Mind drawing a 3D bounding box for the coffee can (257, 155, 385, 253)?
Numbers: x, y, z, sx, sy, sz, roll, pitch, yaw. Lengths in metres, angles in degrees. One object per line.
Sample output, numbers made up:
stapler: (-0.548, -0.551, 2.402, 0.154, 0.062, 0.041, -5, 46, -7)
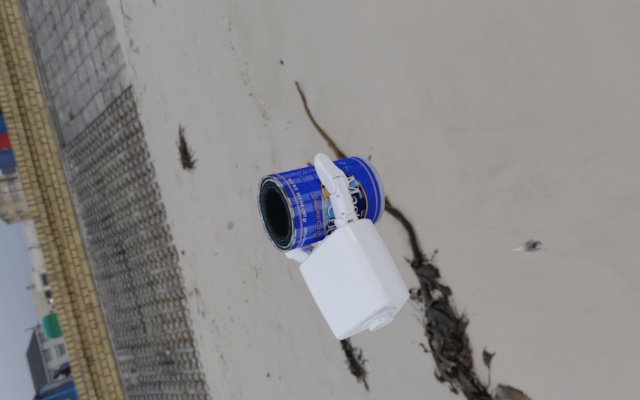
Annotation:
coffee can: (0.000, 0.002, 0.642, 0.140, 0.103, 0.103, -15, 7, -29)
